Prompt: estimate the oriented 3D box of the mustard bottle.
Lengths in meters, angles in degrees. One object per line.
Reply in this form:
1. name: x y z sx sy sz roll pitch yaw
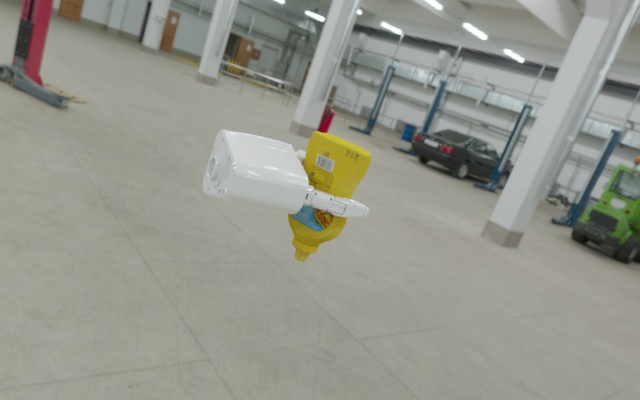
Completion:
1. mustard bottle: 0.000 0.002 0.704 0.096 0.192 0.058 29 16 31
